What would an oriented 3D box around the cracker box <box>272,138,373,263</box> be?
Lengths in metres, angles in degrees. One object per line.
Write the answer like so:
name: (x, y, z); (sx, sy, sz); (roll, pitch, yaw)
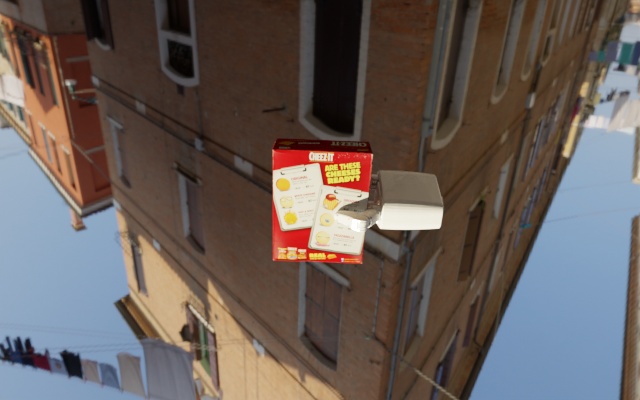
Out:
cracker box: (0.000, 0.003, 0.838); (0.164, 0.214, 0.072); (2, 26, -1)
